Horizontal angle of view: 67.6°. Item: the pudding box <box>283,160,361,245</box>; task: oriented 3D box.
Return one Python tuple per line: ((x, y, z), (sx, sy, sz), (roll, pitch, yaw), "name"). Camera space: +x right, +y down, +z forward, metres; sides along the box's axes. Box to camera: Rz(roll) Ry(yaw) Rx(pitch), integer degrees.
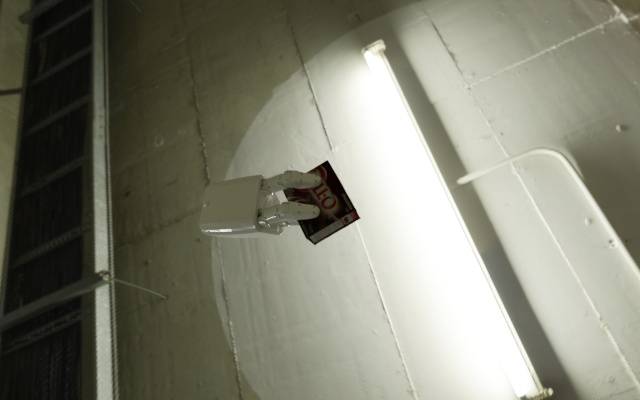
((0.000, 0.003, 0.765), (0.090, 0.113, 0.039), (-31, -32, 5), "pudding box")
